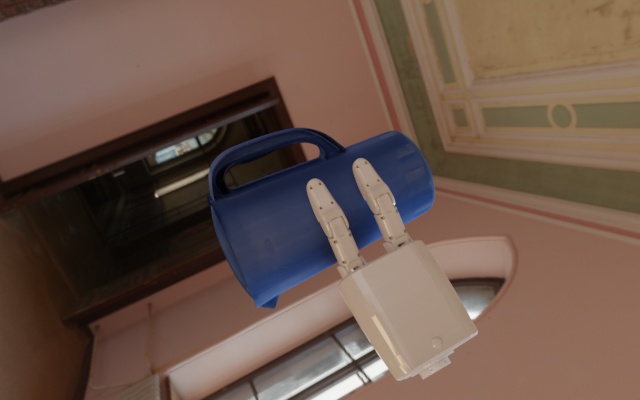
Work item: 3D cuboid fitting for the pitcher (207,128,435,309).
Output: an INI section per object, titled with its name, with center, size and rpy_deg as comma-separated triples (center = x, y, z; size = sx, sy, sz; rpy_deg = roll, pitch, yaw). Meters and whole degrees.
[pitcher]
center = 0.000, 0.002, 0.543
size = 0.243, 0.145, 0.149
rpy_deg = -25, -26, -14
